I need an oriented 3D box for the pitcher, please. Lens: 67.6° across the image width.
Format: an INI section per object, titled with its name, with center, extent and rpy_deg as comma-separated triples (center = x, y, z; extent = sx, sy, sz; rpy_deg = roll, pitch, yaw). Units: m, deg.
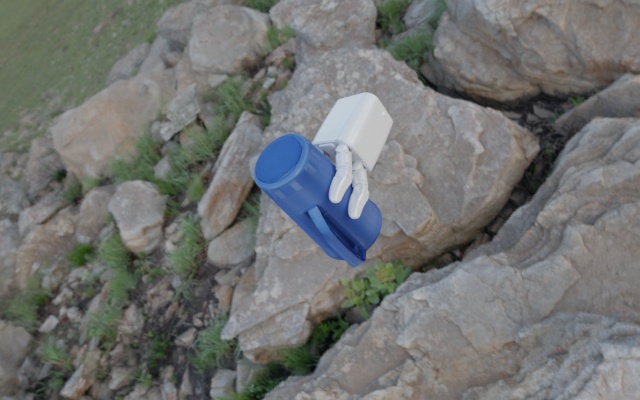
[pitcher]
center = 0.000, 0.003, 0.822
extent = 0.149, 0.145, 0.243
rpy_deg = 12, -23, 42
